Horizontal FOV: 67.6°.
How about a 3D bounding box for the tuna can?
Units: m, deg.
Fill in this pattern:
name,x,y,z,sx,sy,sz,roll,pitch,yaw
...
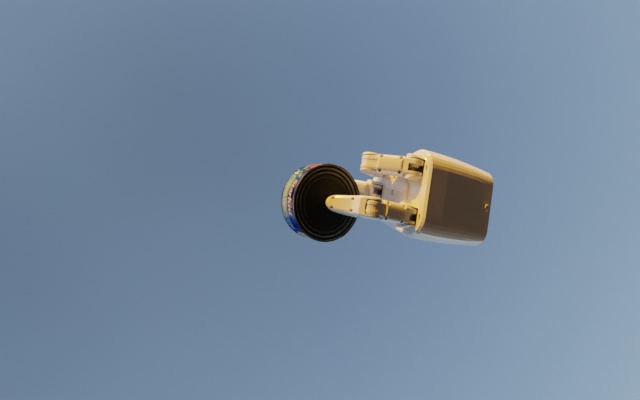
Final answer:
name,x,y,z,sx,sy,sz,roll,pitch,yaw
tuna can,0.000,0.002,0.532,0.086,0.086,0.034,0,4,-31
